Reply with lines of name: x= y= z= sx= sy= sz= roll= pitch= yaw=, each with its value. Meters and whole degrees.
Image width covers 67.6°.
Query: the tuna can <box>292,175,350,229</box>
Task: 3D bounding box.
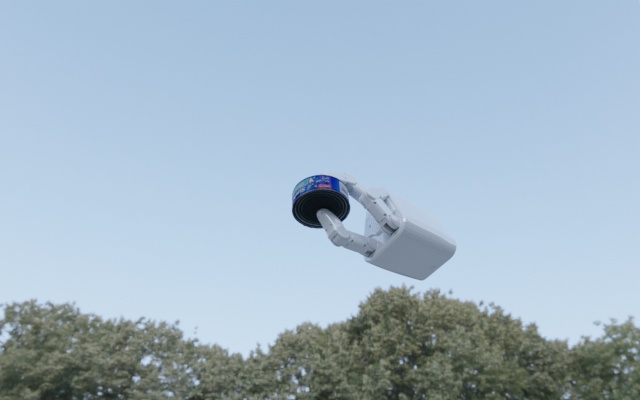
tuna can: x=0.000 y=0.002 z=0.706 sx=0.086 sy=0.033 sz=0.086 roll=-2 pitch=-43 yaw=-2
